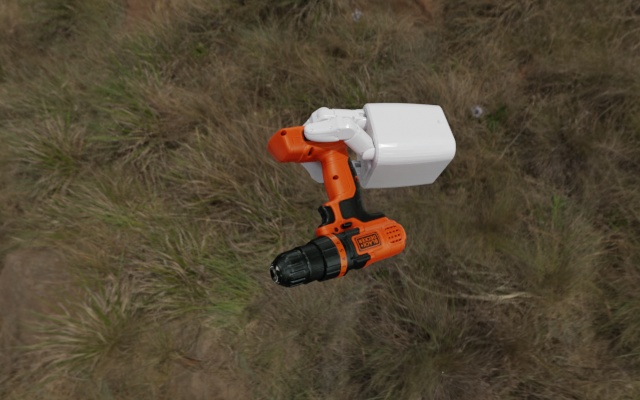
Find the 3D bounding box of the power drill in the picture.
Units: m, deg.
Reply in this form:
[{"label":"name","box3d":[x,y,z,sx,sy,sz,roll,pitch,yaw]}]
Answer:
[{"label":"power drill","box3d":[0.000,0.001,0.583,0.184,0.187,0.057,-12,-14,-33]}]
